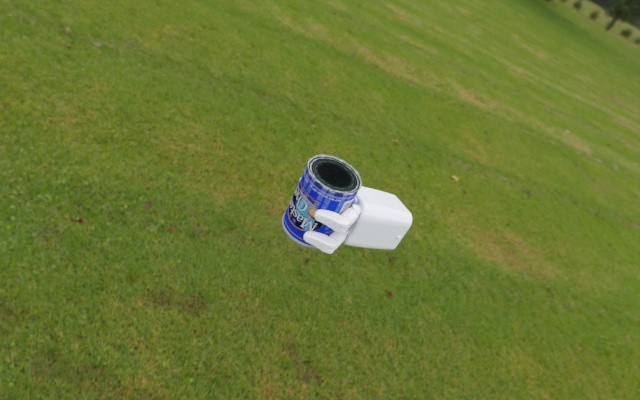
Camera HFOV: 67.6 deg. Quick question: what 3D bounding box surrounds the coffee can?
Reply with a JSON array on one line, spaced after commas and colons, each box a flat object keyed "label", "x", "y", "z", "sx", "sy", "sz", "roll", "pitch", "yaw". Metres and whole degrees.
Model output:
[{"label": "coffee can", "x": 0.000, "y": 0.003, "z": 0.868, "sx": 0.103, "sy": 0.140, "sz": 0.102, "roll": 17, "pitch": 38, "yaw": -14}]
